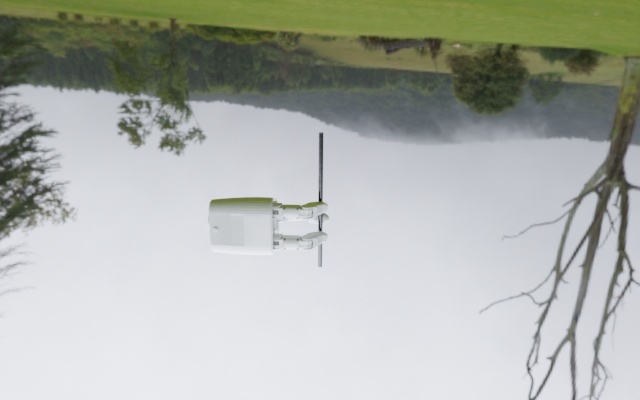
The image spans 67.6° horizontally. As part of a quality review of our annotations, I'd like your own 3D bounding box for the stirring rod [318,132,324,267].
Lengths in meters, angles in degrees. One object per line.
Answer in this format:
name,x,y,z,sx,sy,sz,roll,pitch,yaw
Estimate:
stirring rod,0.000,0.003,0.829,0.011,0.239,0.011,0,15,0
